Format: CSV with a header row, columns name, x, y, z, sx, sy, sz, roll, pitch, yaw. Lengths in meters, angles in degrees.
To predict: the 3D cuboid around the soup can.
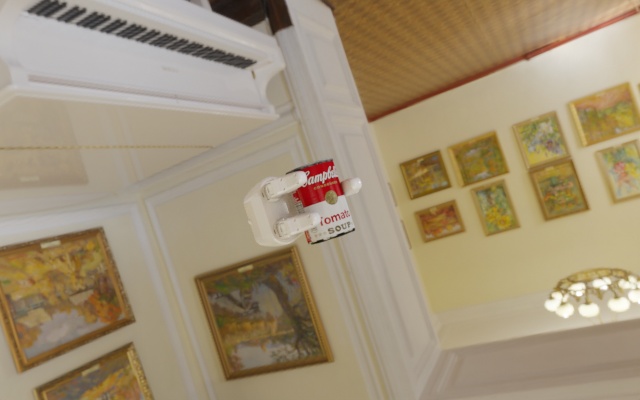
name,x,y,z,sx,sy,sz,roll,pitch,yaw
soup can,0.000,0.002,0.641,0.068,0.102,0.068,-18,-2,-1
